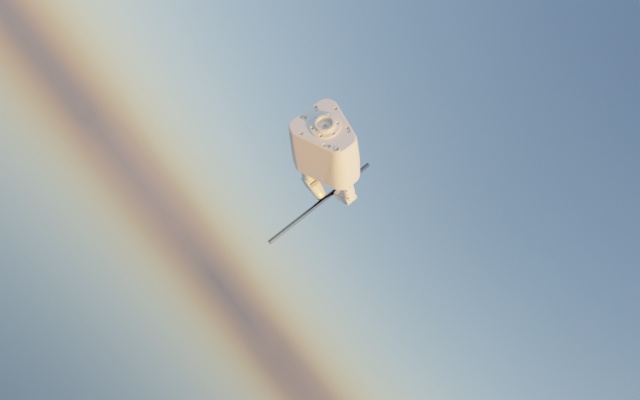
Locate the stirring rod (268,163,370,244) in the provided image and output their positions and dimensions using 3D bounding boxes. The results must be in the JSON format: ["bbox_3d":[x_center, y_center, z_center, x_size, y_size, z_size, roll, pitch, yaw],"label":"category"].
[{"bbox_3d":[0.000,0.003,0.879,0.239,0.011,0.011,-38,12,-15],"label":"stirring rod"}]
